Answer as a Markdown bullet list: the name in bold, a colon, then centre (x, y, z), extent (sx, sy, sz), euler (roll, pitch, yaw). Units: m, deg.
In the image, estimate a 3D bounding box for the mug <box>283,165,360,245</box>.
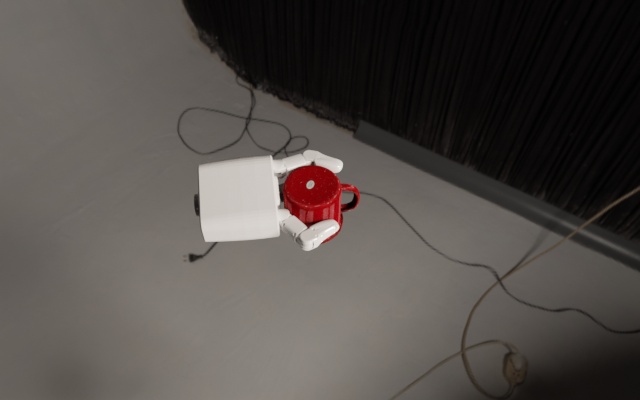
- **mug**: centre (0.002, 0.002, 0.690), extent (0.117, 0.093, 0.082), euler (-7, -38, -6)
